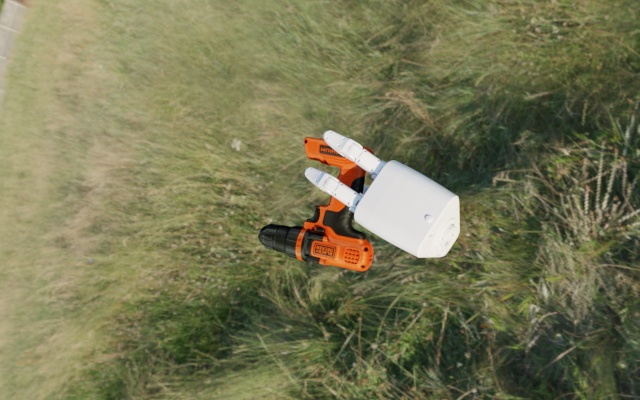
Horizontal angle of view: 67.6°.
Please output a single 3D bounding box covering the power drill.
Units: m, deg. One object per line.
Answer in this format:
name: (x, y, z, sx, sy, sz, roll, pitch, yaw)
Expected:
power drill: (0.000, 0.002, 0.723, 0.184, 0.187, 0.057, 10, 6, 18)
